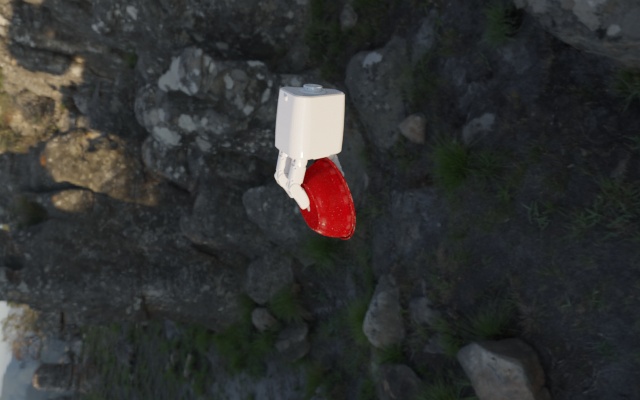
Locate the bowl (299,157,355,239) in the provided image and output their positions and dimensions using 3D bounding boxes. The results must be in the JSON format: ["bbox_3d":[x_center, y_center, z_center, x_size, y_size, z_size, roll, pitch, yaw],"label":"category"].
[{"bbox_3d":[0.000,0.004,0.876,0.055,0.162,0.162,-19,7,-21],"label":"bowl"}]
